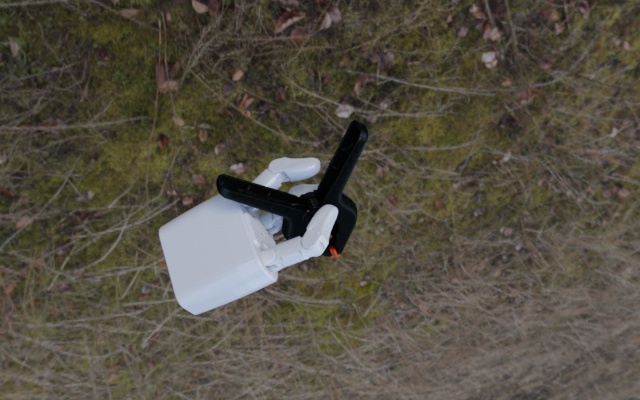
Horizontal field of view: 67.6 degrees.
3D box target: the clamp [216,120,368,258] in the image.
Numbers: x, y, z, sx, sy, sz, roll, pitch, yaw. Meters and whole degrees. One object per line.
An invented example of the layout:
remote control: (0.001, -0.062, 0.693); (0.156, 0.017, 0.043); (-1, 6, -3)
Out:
clamp: (0.000, 0.003, 0.555); (0.164, 0.036, 0.210); (-25, -38, 7)
